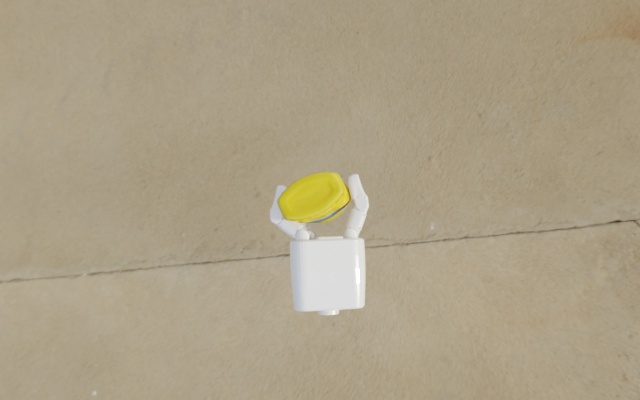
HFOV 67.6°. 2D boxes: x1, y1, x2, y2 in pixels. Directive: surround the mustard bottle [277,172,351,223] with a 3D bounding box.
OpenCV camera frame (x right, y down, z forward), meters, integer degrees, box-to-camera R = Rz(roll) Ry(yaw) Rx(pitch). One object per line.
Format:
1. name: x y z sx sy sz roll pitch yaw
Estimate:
1. mustard bottle: 0.000 0.002 0.748 0.096 0.058 0.191 -27 -9 6
